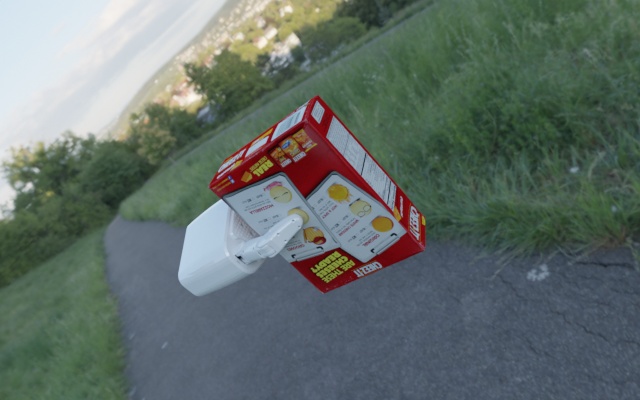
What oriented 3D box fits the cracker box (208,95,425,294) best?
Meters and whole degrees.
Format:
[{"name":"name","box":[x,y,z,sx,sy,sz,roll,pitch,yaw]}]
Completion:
[{"name":"cracker box","box":[0.000,0.002,0.580,0.164,0.214,0.072,-29,27,33]}]
